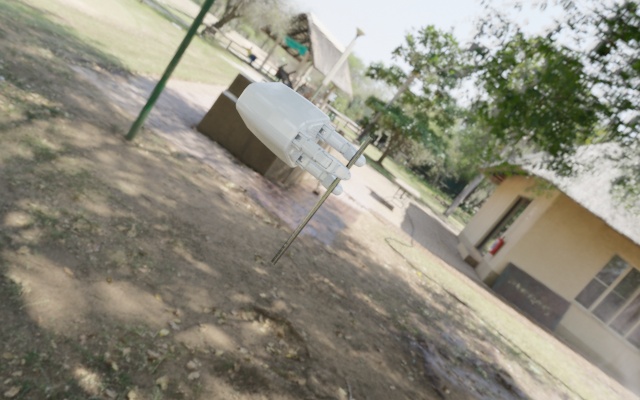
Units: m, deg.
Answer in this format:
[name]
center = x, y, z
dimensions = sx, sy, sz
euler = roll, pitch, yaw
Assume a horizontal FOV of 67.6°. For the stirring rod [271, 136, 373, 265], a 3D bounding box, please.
[stirring rod]
center = 0.000, 0.002, 0.710
dimensions = 0.011, 0.239, 0.011
euler = 37, 10, -7
